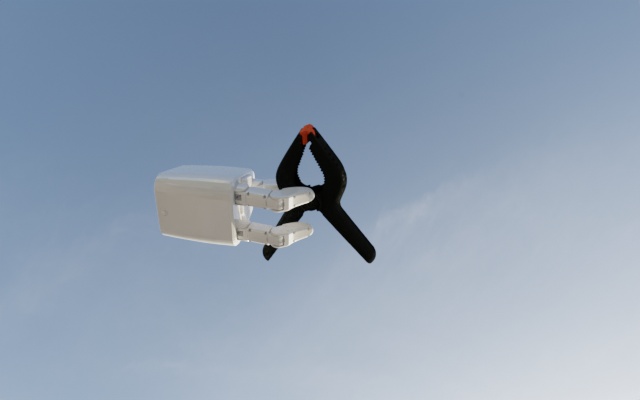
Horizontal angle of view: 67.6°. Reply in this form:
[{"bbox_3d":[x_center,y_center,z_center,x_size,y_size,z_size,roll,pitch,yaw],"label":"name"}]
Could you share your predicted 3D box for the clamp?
[{"bbox_3d":[0.000,0.001,0.648,0.164,0.210,0.036,6,29,6],"label":"clamp"}]
